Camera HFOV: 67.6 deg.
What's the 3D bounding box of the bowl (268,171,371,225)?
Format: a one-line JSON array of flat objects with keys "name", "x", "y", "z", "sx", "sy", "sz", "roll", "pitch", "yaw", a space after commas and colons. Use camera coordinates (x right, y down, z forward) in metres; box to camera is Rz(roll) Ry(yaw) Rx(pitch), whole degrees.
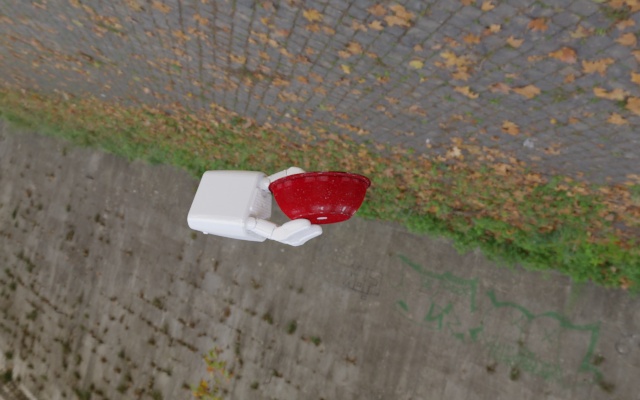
[{"name": "bowl", "x": 0.001, "y": 0.003, "z": 0.739, "sx": 0.162, "sy": 0.055, "sz": 0.162, "roll": -3, "pitch": -13, "yaw": -1}]
